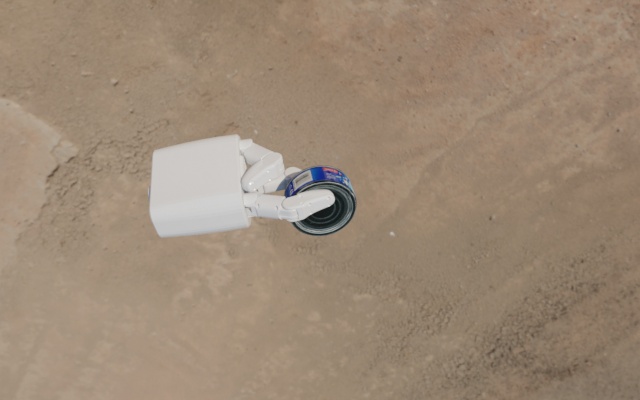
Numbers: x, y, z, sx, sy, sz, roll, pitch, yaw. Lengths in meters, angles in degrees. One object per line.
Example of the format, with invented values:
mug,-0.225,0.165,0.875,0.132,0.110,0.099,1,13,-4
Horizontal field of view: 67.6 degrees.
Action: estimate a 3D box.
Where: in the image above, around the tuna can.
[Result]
tuna can,0.000,0.002,0.578,0.086,0.086,0.033,0,37,-11
